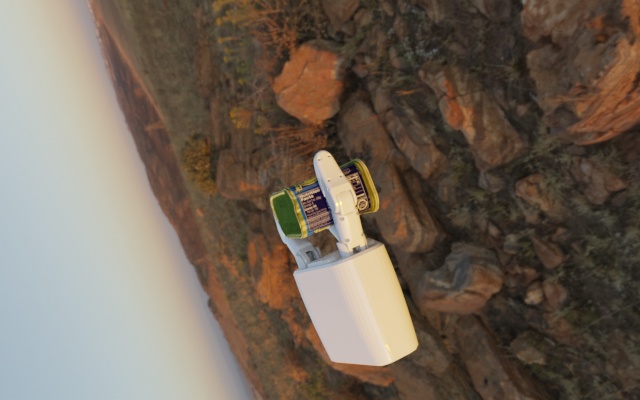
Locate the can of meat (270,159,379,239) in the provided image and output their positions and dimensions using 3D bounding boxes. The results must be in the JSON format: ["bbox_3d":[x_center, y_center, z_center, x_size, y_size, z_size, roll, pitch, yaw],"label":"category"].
[{"bbox_3d":[0.000,0.002,0.502,0.084,0.057,0.102,-21,1,-17],"label":"can of meat"}]
